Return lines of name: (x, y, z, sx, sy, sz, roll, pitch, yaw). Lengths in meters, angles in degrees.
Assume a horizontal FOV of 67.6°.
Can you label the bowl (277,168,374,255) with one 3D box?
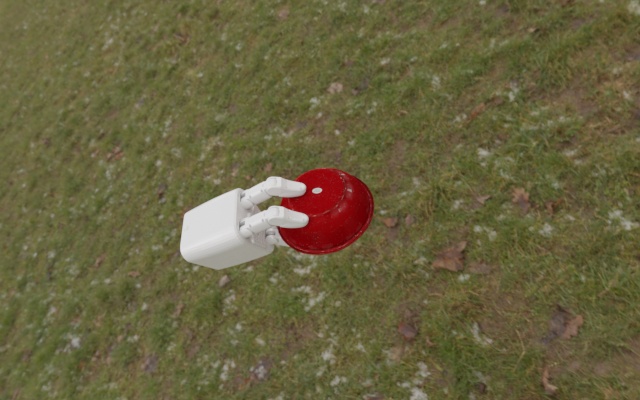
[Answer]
bowl: (0.001, 0.002, 0.745, 0.162, 0.162, 0.055, 0, -37, 18)
